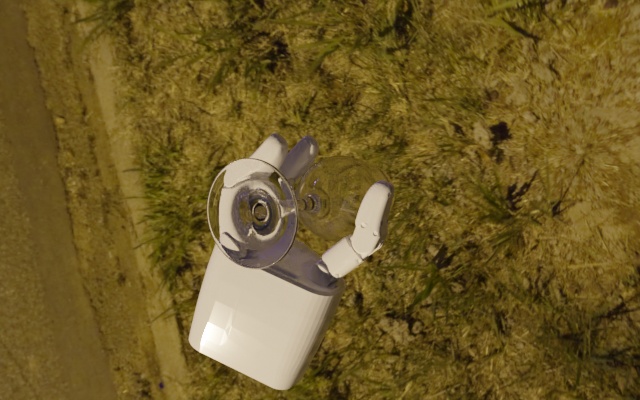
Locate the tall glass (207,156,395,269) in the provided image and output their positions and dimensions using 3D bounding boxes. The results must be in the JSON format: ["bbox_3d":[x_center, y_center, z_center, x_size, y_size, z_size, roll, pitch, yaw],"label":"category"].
[{"bbox_3d":[0.000,0.001,0.401,0.079,0.079,0.201,0,5,28],"label":"tall glass"}]
